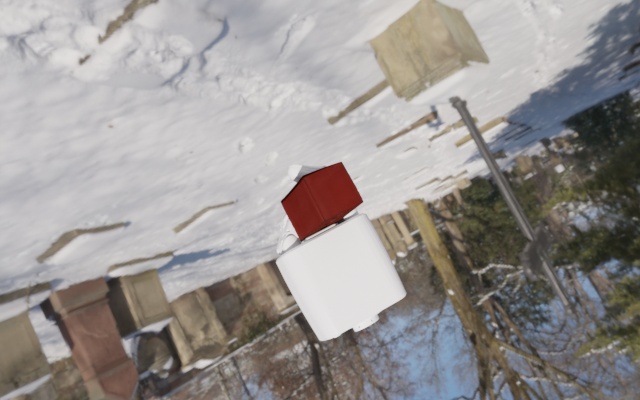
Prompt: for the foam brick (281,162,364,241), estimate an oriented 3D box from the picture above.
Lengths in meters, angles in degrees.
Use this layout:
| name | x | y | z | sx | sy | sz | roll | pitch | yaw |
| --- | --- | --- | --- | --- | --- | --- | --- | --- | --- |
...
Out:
| name | x | y | z | sx | sy | sz | roll | pitch | yaw |
| --- | --- | --- | --- | --- | --- | --- | --- | --- | --- |
| foam brick | 0.000 | 0.002 | 0.517 | 0.053 | 0.051 | 0.078 | -23 | -10 | -28 |
